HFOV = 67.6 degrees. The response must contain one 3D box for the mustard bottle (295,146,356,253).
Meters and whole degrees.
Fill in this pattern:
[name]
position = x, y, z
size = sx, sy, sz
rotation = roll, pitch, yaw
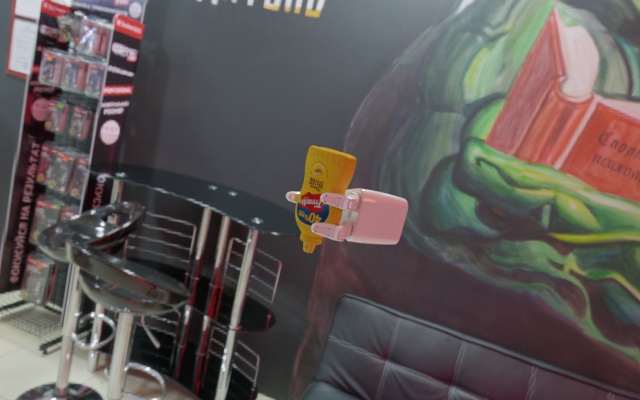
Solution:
[mustard bottle]
position = 0.000, 0.003, 0.866
size = 0.096, 0.191, 0.058
rotation = 22, 12, 39
